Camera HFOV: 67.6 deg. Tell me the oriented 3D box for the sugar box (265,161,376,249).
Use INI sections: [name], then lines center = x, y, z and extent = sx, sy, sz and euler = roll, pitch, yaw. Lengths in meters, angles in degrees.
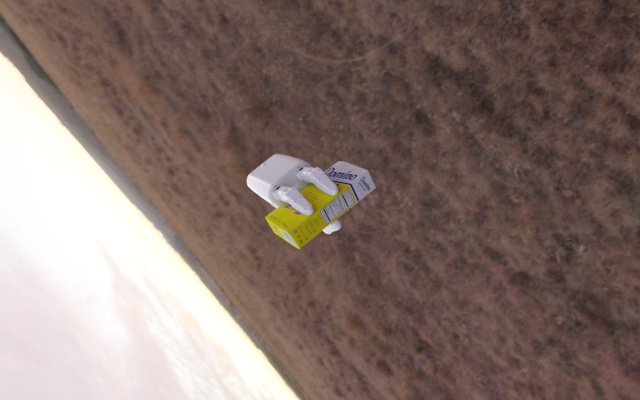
[sugar box]
center = 0.000, 0.002, 0.823
extent = 0.176, 0.048, 0.093
euler = -41, 33, -16
